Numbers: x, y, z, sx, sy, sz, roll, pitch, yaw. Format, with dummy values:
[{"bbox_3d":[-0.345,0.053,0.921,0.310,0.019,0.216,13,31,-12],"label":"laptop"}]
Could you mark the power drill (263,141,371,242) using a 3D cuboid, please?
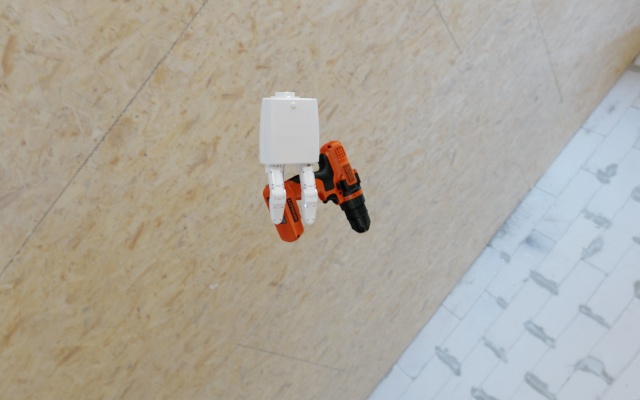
[{"bbox_3d":[0.000,0.003,0.861,0.187,0.184,0.057,-29,9,-36],"label":"power drill"}]
